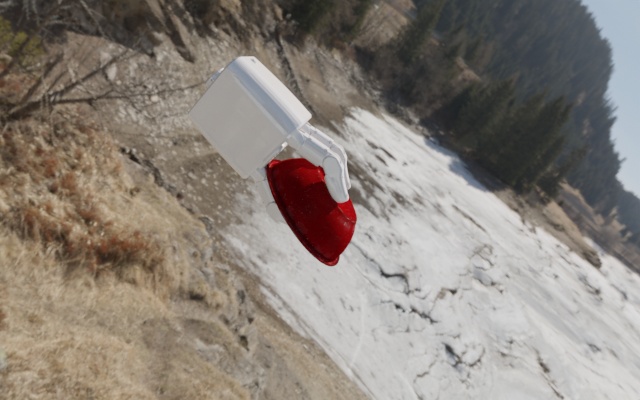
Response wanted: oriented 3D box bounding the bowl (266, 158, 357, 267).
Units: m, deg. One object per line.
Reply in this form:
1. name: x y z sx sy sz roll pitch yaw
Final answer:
1. bowl: 0.001 0.003 0.618 0.055 0.162 0.162 -31 -9 15
